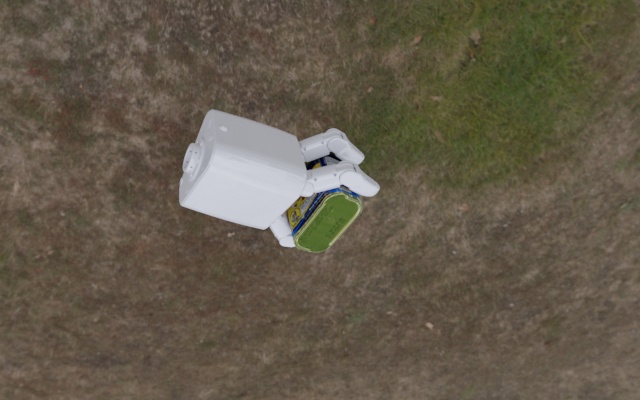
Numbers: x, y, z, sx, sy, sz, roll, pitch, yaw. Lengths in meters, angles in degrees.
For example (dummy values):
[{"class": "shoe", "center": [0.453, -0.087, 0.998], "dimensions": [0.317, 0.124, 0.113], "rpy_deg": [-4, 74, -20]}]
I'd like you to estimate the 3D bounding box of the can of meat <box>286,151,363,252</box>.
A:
[{"class": "can of meat", "center": [0.000, 0.002, 0.587], "dimensions": [0.057, 0.102, 0.084], "rpy_deg": [20, 34, -30]}]
